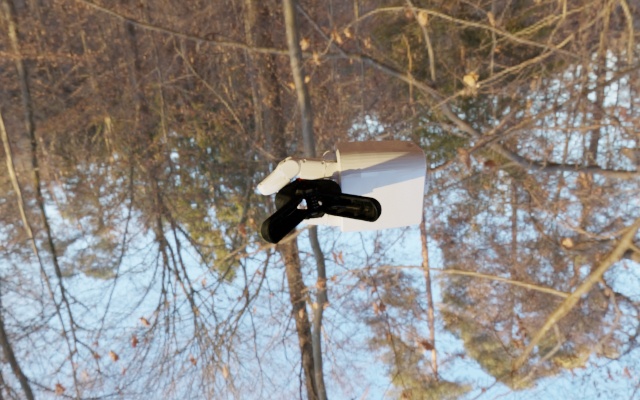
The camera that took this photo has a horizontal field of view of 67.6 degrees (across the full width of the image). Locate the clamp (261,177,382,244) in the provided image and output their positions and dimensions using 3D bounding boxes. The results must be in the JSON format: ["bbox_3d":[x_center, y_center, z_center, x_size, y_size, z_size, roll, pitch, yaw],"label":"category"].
[{"bbox_3d":[0.000,0.002,0.531,0.120,0.039,0.171,-4,18,0],"label":"clamp"}]
